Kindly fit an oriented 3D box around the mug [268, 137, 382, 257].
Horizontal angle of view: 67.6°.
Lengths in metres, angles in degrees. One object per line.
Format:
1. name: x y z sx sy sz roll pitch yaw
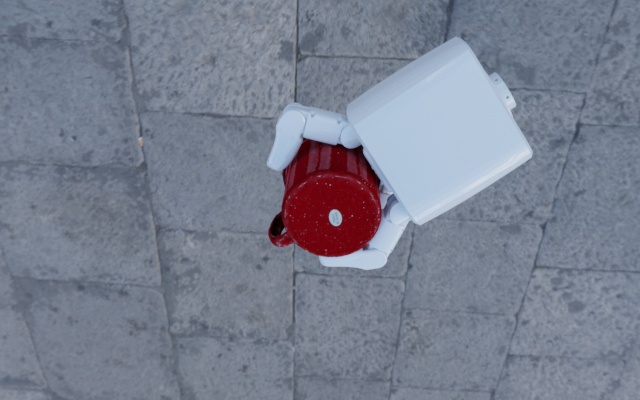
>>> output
1. mug: -0.001 0.002 0.418 0.117 0.093 0.081 -32 23 17
